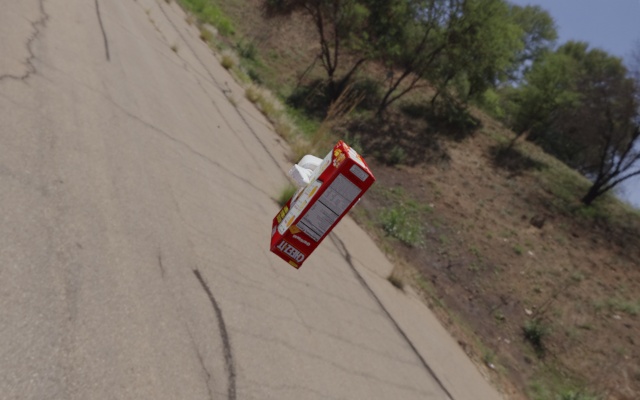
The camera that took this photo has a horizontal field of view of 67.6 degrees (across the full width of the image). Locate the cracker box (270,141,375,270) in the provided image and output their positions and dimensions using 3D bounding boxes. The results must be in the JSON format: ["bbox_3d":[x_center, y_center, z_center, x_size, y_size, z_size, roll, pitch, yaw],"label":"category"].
[{"bbox_3d":[0.000,0.003,0.878,0.072,0.214,0.164,38,11,-13],"label":"cracker box"}]
